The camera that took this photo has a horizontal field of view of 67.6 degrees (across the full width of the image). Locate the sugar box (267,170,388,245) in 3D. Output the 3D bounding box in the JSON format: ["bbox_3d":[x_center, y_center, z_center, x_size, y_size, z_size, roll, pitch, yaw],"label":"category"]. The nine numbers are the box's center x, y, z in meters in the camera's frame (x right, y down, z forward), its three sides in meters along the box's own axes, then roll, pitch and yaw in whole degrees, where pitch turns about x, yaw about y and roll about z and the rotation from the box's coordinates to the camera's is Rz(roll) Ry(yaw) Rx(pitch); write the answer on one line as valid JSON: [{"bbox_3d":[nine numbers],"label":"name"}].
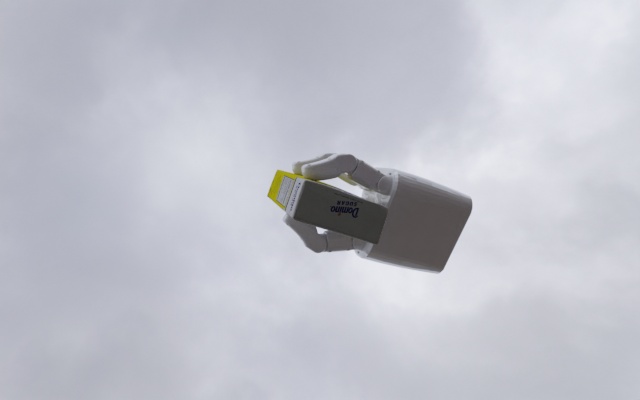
[{"bbox_3d":[0.000,0.001,0.537,0.093,0.048,0.176,18,0,-16],"label":"sugar box"}]
